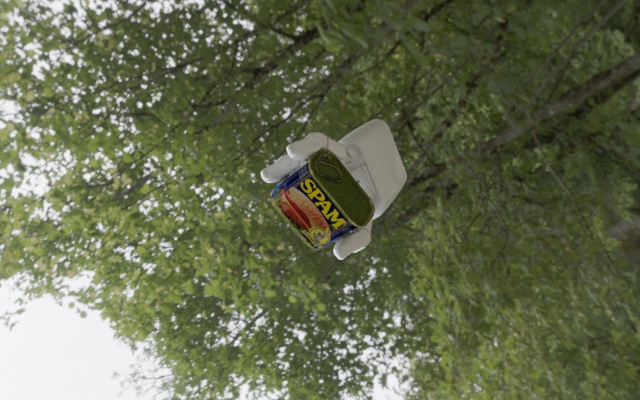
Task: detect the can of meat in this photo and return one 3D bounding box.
[{"bbox_3d":[0.000,0.002,0.580,0.084,0.102,0.057,-34,9,39],"label":"can of meat"}]
